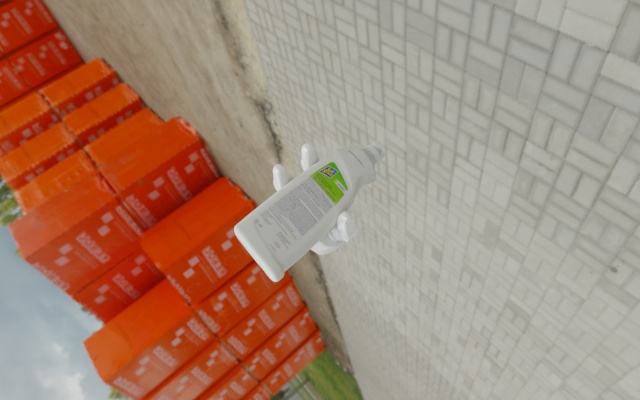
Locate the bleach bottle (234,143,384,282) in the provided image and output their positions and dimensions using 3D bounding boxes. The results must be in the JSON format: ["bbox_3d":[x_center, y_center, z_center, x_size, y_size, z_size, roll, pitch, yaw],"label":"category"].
[{"bbox_3d":[0.000,0.002,0.707,0.251,0.102,0.068,-38,-6,-16],"label":"bleach bottle"}]
